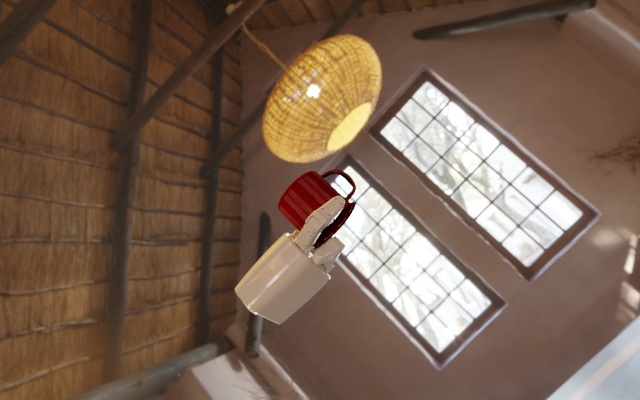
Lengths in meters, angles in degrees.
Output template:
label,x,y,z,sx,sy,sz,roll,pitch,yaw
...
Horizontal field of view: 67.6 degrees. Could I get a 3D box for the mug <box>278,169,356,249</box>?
label,x,y,z,sx,sy,sz,roll,pitch,yaw
mug,0.001,0.001,0.704,0.081,0.117,0.093,43,-3,15
